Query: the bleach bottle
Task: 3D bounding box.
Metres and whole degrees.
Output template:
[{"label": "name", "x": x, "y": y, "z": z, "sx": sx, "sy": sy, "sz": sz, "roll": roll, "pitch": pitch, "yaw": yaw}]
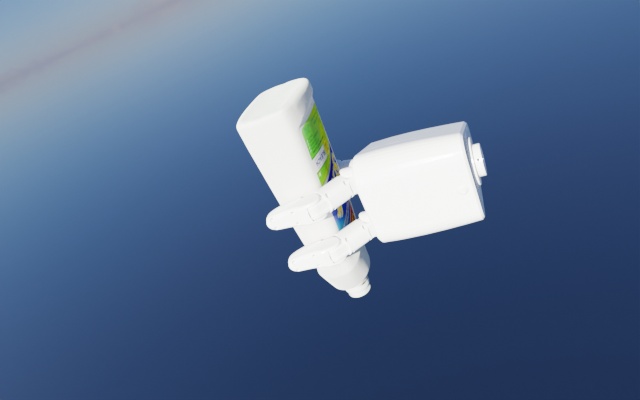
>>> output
[{"label": "bleach bottle", "x": 0.000, "y": 0.002, "z": 0.527, "sx": 0.068, "sy": 0.251, "sz": 0.102, "roll": -14, "pitch": 29, "yaw": 22}]
